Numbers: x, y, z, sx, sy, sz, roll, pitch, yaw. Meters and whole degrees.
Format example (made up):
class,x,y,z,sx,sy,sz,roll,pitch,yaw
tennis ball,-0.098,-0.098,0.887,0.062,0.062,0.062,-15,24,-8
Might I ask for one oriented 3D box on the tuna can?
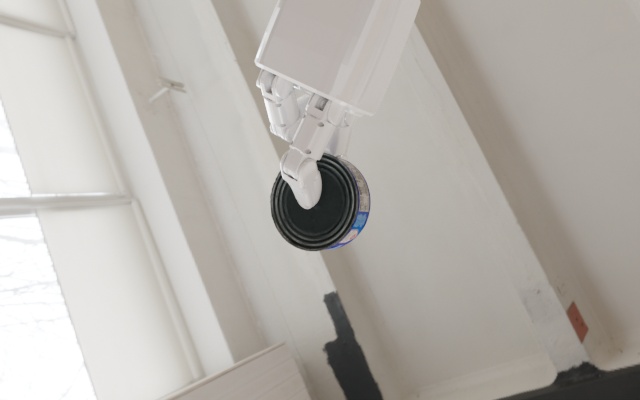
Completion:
class,x,y,z,sx,sy,sz,roll,pitch,yaw
tuna can,0.000,0.001,0.423,0.086,0.086,0.034,0,-3,28
